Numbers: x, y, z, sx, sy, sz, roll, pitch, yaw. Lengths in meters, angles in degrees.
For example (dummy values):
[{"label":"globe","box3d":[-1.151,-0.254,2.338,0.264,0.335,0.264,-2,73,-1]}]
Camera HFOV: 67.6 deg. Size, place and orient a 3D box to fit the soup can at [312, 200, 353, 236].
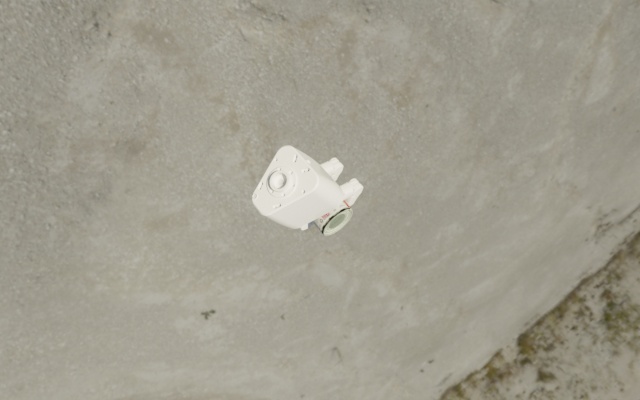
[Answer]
[{"label":"soup can","box3d":[0.000,0.003,0.834,0.102,0.068,0.068,49,25,24]}]
